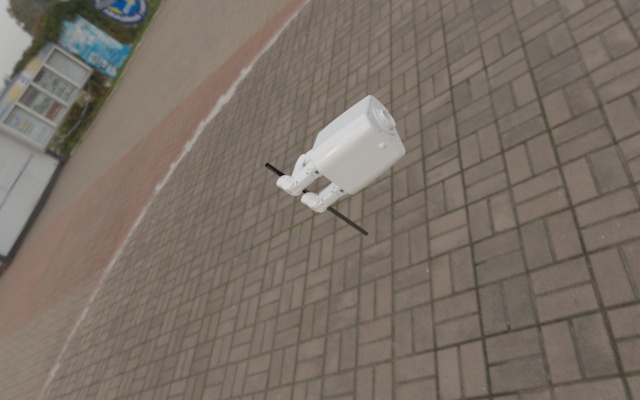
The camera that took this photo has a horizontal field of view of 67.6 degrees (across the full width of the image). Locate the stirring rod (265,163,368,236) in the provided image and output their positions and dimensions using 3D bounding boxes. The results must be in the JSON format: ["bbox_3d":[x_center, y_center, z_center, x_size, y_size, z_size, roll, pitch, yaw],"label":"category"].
[{"bbox_3d":[0.000,0.003,0.809,0.240,0.011,0.011,35,-20,-32],"label":"stirring rod"}]
